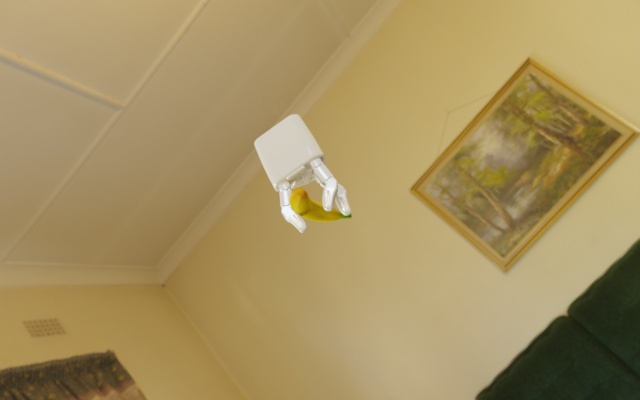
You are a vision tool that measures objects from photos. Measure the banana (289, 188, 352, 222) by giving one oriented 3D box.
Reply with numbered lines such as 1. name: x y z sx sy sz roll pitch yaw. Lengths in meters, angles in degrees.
1. banana: -0.014 0.010 0.897 0.069 0.037 0.198 -21 -21 24
